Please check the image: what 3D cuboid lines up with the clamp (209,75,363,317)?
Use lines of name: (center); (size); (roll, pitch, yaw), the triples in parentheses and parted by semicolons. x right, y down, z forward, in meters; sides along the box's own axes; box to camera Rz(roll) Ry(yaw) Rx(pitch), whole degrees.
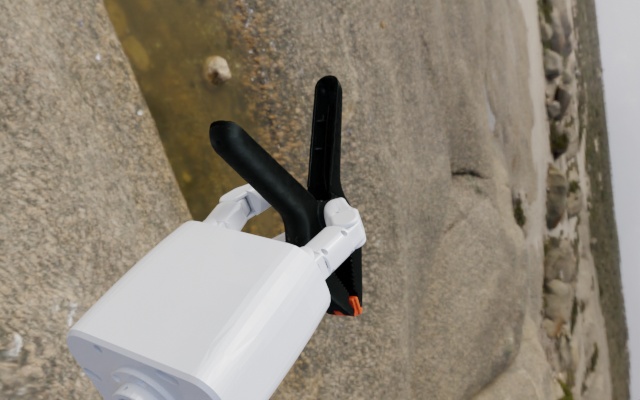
clamp: (0.001, 0.002, 0.406); (0.036, 0.210, 0.164); (-4, 28, 34)
